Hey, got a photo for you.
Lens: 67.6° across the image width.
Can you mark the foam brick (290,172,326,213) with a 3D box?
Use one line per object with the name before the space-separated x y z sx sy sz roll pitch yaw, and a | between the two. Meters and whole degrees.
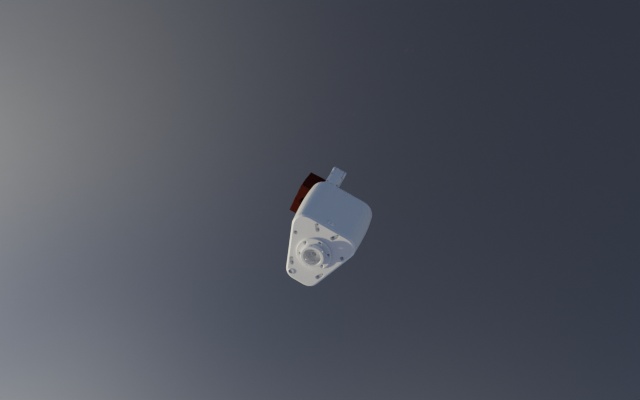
foam brick | 0.000 0.002 0.753 0.078 0.053 0.051 29 30 2
